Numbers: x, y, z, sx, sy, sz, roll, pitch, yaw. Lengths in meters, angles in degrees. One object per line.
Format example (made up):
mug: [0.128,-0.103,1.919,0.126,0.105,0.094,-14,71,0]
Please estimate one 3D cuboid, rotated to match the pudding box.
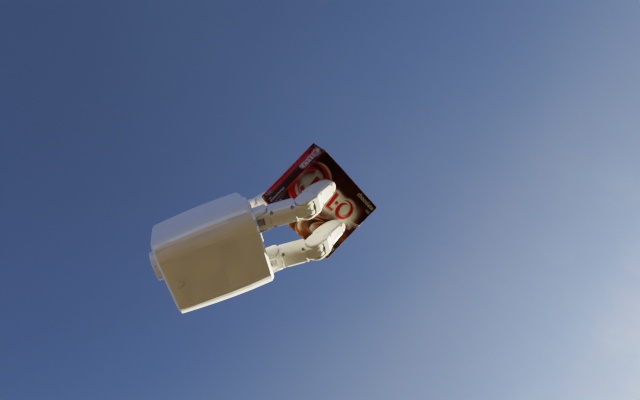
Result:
pudding box: [0.000,0.002,0.568,0.113,0.090,0.039,44,0,-35]
